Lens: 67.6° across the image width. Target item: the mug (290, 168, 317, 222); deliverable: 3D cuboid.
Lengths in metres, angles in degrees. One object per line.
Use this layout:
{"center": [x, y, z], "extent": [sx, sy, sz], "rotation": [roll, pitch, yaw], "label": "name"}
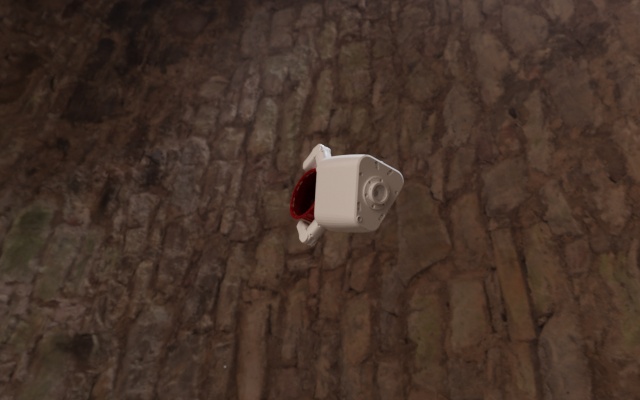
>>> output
{"center": [0.000, 0.003, 0.835], "extent": [0.081, 0.093, 0.117], "rotation": [25, -12, -29], "label": "mug"}
